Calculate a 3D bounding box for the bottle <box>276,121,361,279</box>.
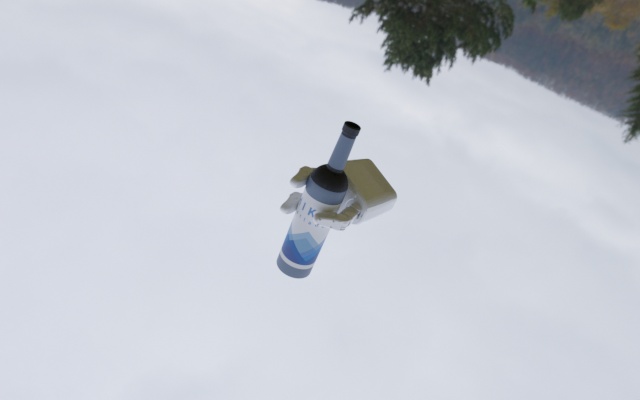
[{"bbox_3d":[0.000,0.003,0.799,0.069,0.296,0.069,17,31,-10],"label":"bottle"}]
